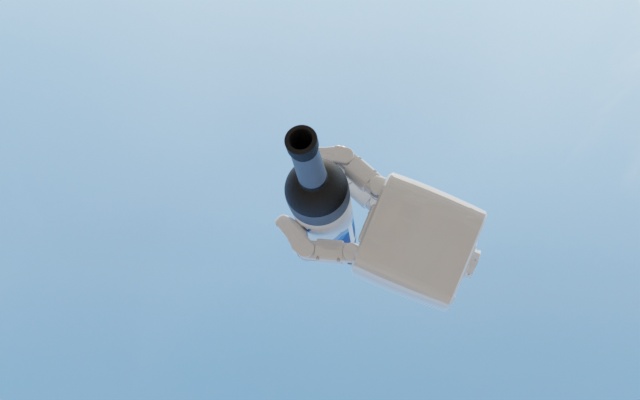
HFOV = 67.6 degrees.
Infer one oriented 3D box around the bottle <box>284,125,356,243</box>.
[{"bbox_3d":[0.000,0.002,0.523,0.069,0.069,0.296,0,-20,7],"label":"bottle"}]
